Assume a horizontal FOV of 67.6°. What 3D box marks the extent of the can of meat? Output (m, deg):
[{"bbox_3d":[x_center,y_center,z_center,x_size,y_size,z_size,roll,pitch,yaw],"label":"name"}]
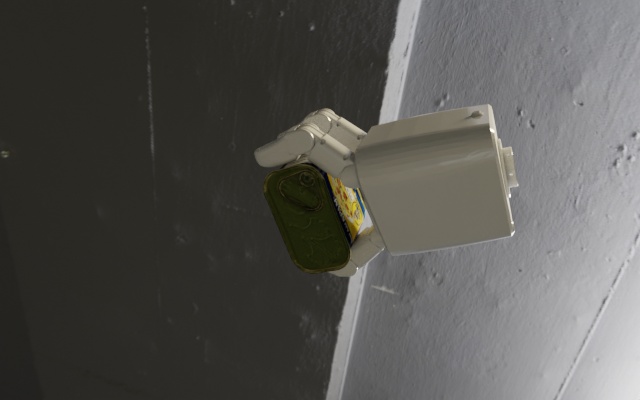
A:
[{"bbox_3d":[0.000,0.001,0.443,0.057,0.102,0.084,-13,20,23],"label":"can of meat"}]
